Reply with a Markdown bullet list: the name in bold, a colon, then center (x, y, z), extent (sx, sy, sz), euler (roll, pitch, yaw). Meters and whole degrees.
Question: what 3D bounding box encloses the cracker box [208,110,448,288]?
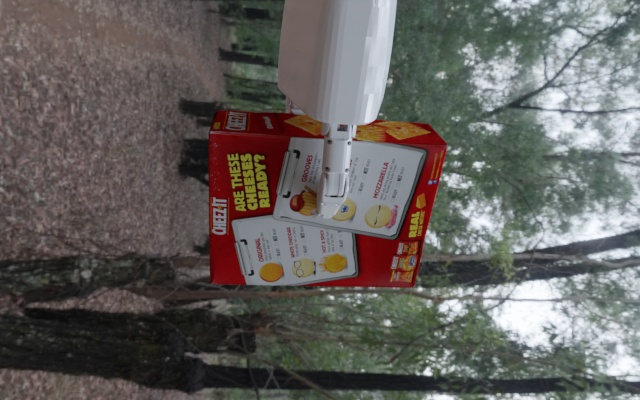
- **cracker box**: center (0.000, 0.002, 0.479), extent (0.214, 0.164, 0.072), euler (3, 27, -7)
